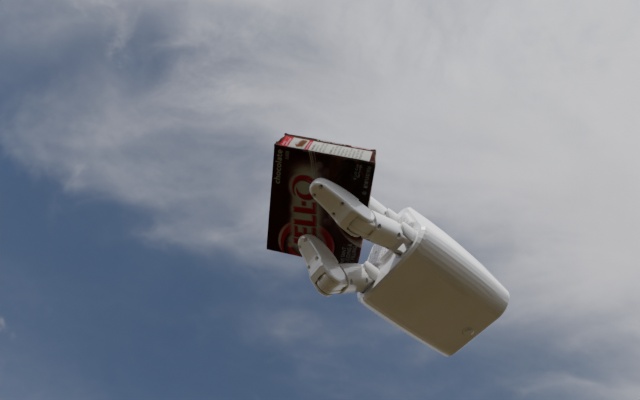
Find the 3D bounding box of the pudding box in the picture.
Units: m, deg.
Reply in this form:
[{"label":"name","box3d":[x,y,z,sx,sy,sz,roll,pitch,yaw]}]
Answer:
[{"label":"pudding box","box3d":[0.000,0.001,0.443,0.090,0.113,0.039,11,26,7]}]
